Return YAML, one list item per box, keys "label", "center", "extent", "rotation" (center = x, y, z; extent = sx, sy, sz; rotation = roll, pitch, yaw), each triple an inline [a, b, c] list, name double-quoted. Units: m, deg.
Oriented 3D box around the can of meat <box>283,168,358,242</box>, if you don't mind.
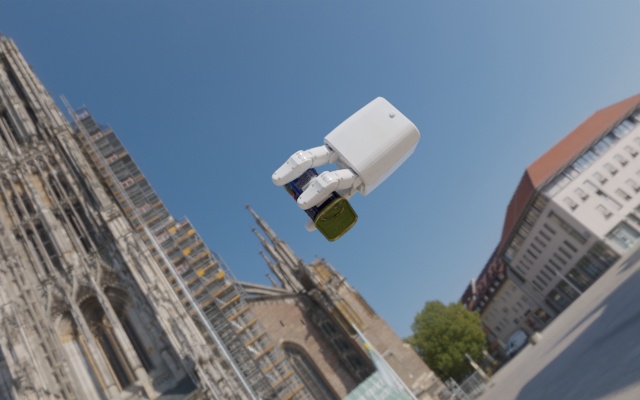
- label: "can of meat"
  center: [0.000, 0.002, 0.694]
  extent: [0.057, 0.084, 0.102]
  rotation: [-41, -27, -1]
